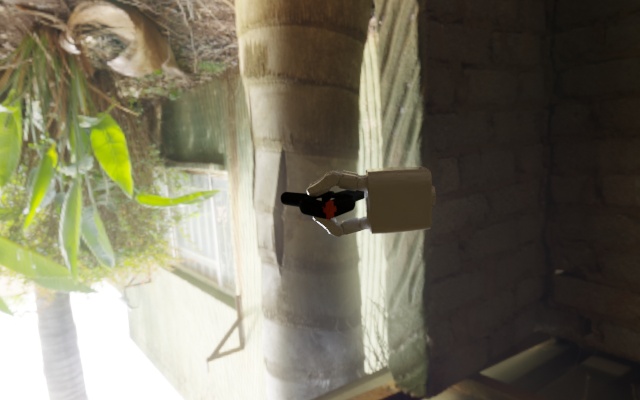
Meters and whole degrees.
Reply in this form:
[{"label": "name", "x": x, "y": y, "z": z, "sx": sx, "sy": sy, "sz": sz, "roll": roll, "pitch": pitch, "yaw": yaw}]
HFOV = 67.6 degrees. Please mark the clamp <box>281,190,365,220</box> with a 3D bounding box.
[{"label": "clamp", "x": 0.000, "y": 0.004, "z": 0.836, "sx": 0.164, "sy": 0.036, "sz": 0.210, "roll": -4, "pitch": 8, "yaw": 5}]
